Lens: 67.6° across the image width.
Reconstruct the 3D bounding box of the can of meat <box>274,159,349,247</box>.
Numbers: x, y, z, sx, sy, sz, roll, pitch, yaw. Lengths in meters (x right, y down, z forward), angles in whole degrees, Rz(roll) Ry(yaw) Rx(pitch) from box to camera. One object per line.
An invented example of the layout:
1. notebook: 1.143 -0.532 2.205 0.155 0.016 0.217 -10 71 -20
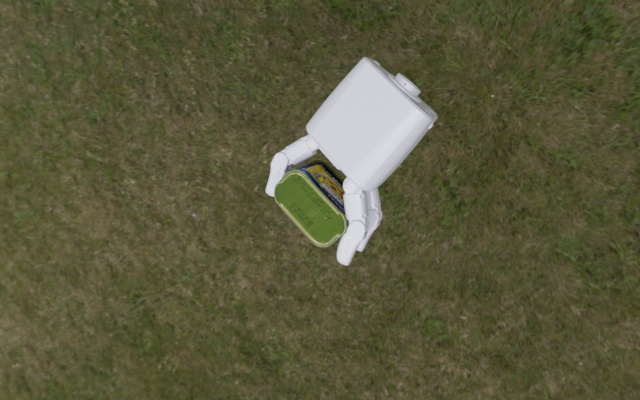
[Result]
1. can of meat: 0.000 0.002 0.583 0.057 0.102 0.084 -45 -5 21
